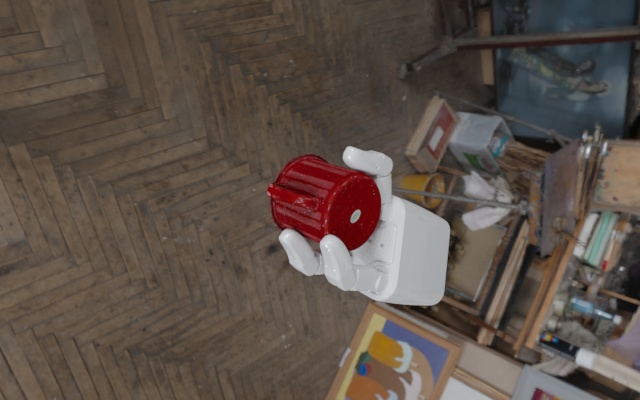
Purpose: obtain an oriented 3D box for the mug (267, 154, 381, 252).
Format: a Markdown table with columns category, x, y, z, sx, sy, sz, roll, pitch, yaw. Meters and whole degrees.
| category | x | y | z | sx | sy | sz | roll | pitch | yaw |
| --- | --- | --- | --- | --- | --- | --- | --- | --- | --- |
| mug | -0.001 | 0.001 | 0.486 | 0.117 | 0.093 | 0.081 | 16 | 2 | -43 |
